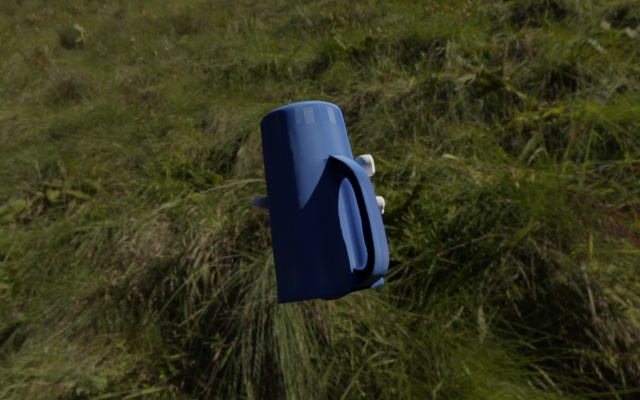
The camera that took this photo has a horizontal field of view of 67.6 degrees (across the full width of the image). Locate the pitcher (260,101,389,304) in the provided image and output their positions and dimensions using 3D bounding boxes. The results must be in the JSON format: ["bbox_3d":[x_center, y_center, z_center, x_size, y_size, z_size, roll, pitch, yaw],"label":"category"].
[{"bbox_3d":[0.000,0.002,0.598,0.149,0.243,0.145,-11,-8,10],"label":"pitcher"}]
